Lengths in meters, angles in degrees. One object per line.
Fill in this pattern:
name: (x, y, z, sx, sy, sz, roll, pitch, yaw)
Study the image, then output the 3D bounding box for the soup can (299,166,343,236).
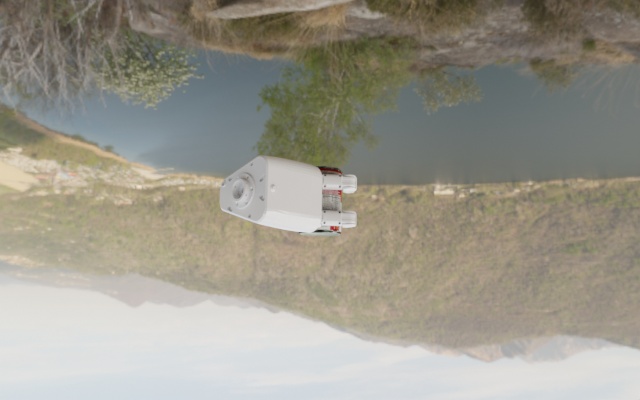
soup can: (0.000, 0.003, 0.750, 0.068, 0.102, 0.068, 1, -9, 0)
